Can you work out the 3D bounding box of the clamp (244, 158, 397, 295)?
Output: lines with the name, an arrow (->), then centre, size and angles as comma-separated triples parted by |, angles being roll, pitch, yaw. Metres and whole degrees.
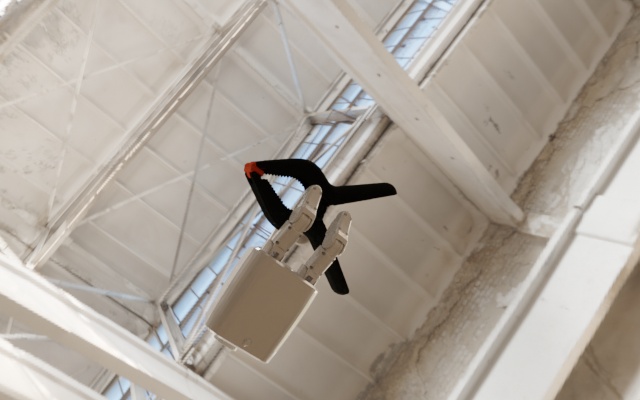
clamp -> -0.001, 0.002, 0.609 | 0.210, 0.164, 0.036 | 39, -15, -24
